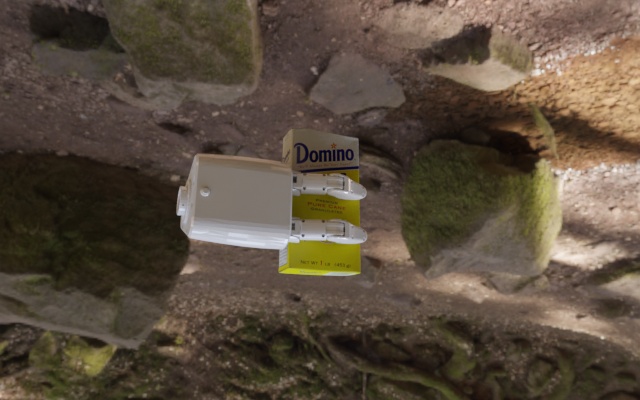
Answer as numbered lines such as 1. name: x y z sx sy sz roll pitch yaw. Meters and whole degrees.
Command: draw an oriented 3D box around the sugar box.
1. sugar box: 0.000 0.002 0.587 0.093 0.176 0.048 6 -16 -21
